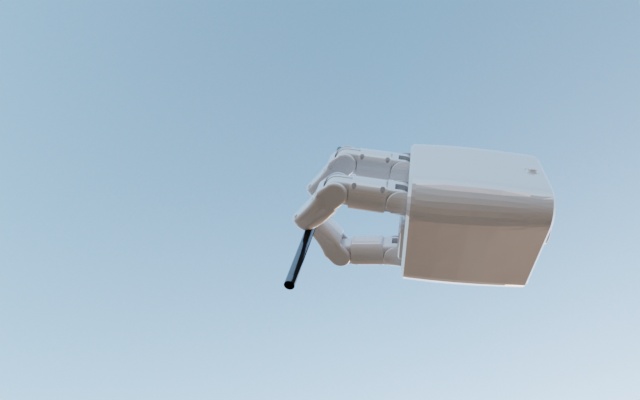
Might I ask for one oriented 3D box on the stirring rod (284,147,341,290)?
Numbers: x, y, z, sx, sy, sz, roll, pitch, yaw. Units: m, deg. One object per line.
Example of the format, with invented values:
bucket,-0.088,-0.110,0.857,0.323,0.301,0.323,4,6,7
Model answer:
stirring rod,0.000,0.002,0.442,0.011,0.011,0.239,0,29,12
